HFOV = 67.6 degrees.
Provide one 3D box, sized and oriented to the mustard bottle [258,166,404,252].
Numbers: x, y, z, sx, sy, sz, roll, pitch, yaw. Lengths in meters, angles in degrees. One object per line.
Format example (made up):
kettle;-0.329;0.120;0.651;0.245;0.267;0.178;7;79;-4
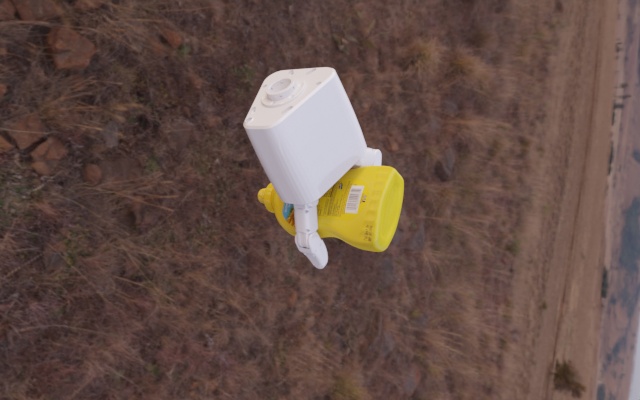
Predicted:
mustard bottle;0.000;0.002;0.584;0.191;0.096;0.058;6;-16;33
